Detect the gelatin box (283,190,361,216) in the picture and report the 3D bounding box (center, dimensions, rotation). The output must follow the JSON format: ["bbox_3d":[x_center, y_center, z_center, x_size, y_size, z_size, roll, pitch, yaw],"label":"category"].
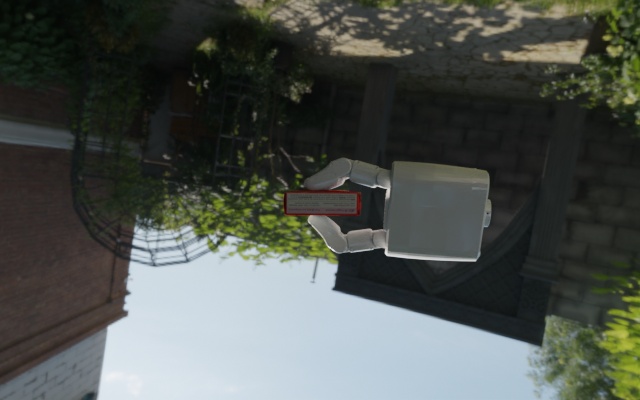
[{"bbox_3d":[0.000,0.002,0.575,0.089,0.030,0.073,0,2,-4],"label":"gelatin box"}]
